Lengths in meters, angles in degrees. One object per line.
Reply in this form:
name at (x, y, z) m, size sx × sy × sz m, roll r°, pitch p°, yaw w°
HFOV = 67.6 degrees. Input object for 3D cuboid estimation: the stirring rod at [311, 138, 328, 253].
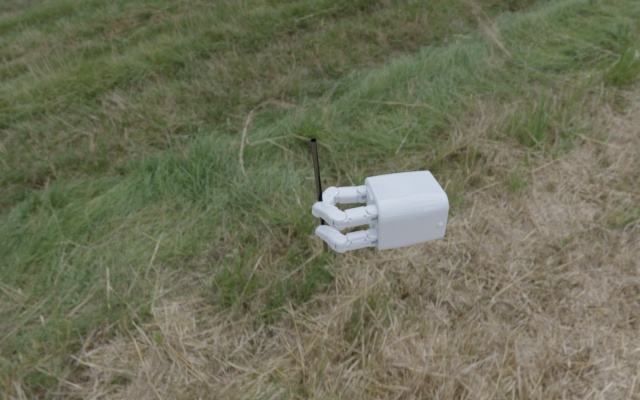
stirring rod at (0.000, 0.002, 0.727) m, size 0.011 × 0.011 × 0.240 m, roll 0°, pitch -44°, yaw 6°
